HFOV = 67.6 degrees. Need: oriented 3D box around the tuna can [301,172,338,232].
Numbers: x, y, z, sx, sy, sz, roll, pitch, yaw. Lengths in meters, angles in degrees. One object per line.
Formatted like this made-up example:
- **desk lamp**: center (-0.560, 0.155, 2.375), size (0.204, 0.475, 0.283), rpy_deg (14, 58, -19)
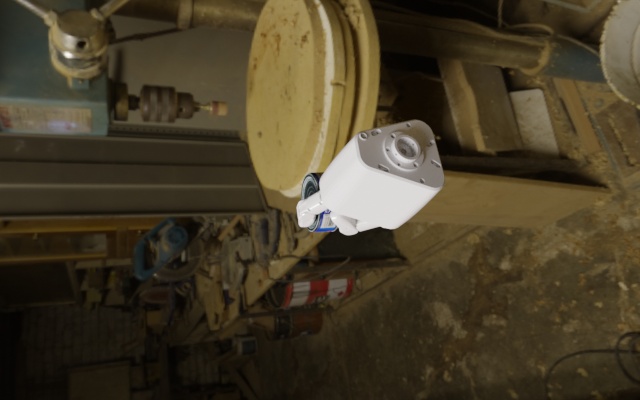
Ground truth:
- **tuna can**: center (0.000, 0.002, 0.677), size (0.034, 0.086, 0.086), rpy_deg (-3, 1, -20)
